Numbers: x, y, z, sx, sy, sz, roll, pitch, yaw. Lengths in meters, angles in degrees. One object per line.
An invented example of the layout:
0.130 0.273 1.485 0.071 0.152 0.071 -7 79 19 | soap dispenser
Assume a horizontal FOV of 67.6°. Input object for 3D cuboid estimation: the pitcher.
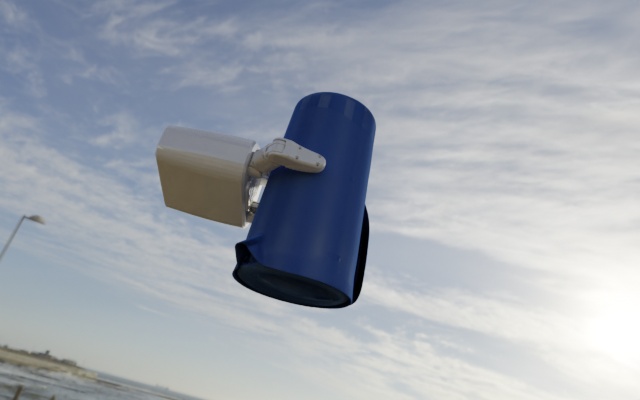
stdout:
0.000 0.002 0.571 0.145 0.242 0.149 13 -25 3 | pitcher
